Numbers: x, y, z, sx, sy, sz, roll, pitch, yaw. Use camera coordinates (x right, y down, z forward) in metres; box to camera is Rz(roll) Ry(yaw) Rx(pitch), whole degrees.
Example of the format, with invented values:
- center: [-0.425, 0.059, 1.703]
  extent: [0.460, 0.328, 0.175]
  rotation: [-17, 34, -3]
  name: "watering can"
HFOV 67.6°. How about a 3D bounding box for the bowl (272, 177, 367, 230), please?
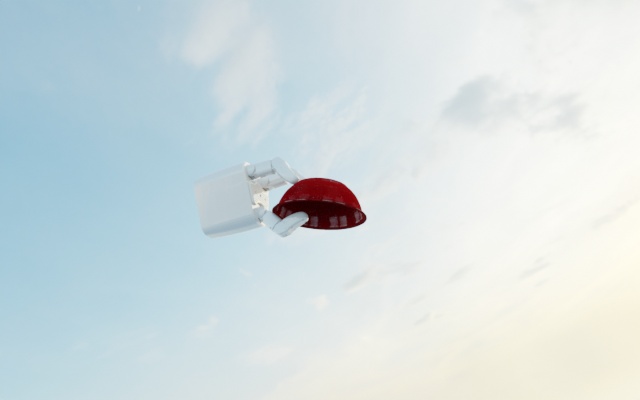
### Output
- center: [0.001, 0.002, 0.819]
  extent: [0.162, 0.055, 0.162]
  rotation: [5, -20, 2]
  name: "bowl"
